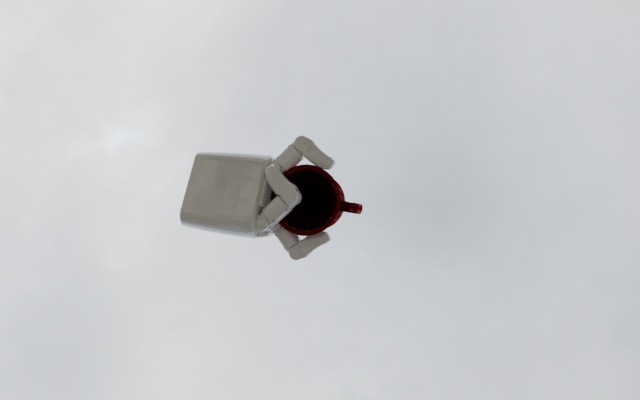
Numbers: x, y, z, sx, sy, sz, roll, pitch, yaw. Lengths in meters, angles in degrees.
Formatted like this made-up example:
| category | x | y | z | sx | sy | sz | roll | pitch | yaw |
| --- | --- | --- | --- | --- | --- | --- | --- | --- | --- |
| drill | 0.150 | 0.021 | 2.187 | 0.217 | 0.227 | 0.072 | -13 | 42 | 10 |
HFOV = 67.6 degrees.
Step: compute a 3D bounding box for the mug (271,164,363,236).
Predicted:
| category | x | y | z | sx | sy | sz | roll | pitch | yaw |
| --- | --- | --- | --- | --- | --- | --- | --- | --- | --- |
| mug | 0.002 | 0.002 | 0.653 | 0.117 | 0.093 | 0.081 | 7 | 0 | 13 |
